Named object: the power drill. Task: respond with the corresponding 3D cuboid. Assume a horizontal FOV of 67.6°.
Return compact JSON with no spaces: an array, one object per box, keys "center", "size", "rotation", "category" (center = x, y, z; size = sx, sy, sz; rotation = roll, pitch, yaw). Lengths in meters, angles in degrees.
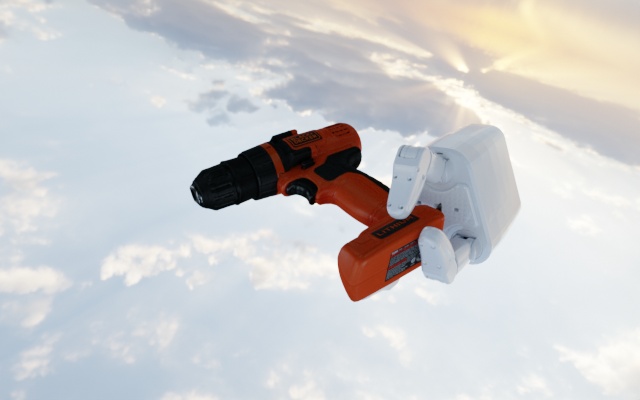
[{"center":[0.001,0.002,0.429],"size":[0.184,0.057,0.187],"rotation":[-24,49,-27],"category":"power drill"}]
